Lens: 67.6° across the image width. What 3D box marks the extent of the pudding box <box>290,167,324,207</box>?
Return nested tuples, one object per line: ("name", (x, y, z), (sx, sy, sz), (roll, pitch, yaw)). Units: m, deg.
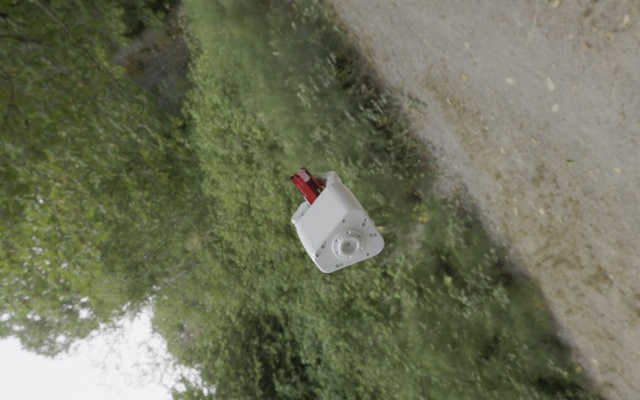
("pudding box", (0.000, 0.003, 0.854), (0.039, 0.090, 0.114), (-37, -37, -1))
